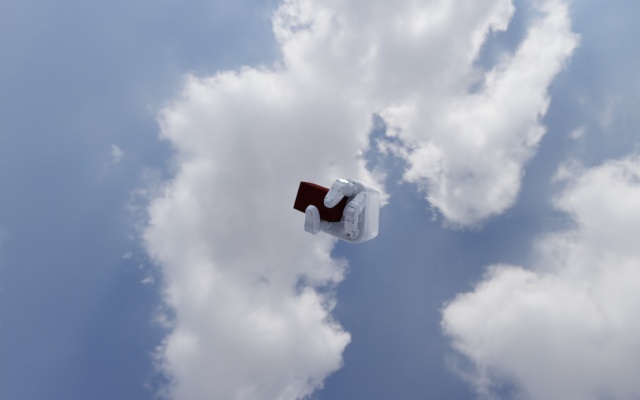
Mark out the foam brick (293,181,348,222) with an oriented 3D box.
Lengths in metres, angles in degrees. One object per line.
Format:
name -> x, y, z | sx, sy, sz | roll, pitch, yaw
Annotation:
foam brick -> 0.000, 0.003, 0.856 | 0.078, 0.053, 0.051 | 21, 7, 22
